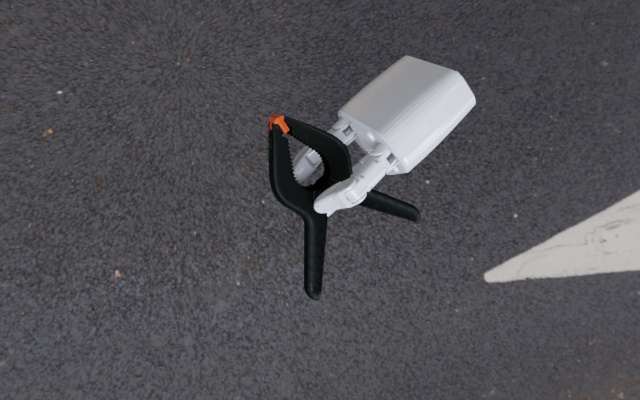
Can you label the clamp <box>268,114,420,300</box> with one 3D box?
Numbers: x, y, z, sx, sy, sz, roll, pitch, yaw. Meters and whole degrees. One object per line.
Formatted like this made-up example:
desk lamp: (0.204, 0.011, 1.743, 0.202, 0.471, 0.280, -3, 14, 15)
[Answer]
clamp: (0.000, 0.001, 0.529, 0.164, 0.210, 0.036, -43, 23, -6)
